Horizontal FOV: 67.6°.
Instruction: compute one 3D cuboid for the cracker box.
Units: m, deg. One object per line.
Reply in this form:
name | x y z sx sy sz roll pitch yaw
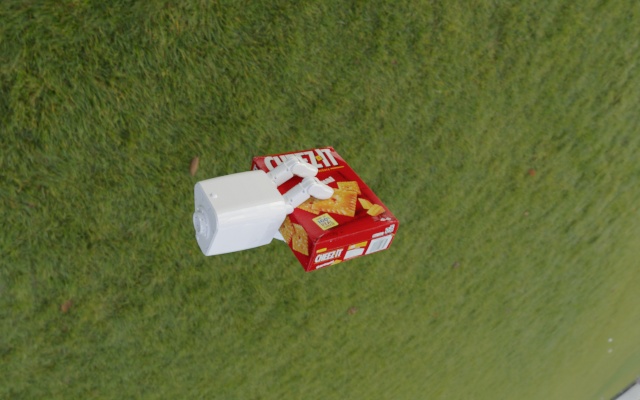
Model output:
cracker box | 0.000 0.003 0.784 0.164 0.072 0.213 -11 47 -32
